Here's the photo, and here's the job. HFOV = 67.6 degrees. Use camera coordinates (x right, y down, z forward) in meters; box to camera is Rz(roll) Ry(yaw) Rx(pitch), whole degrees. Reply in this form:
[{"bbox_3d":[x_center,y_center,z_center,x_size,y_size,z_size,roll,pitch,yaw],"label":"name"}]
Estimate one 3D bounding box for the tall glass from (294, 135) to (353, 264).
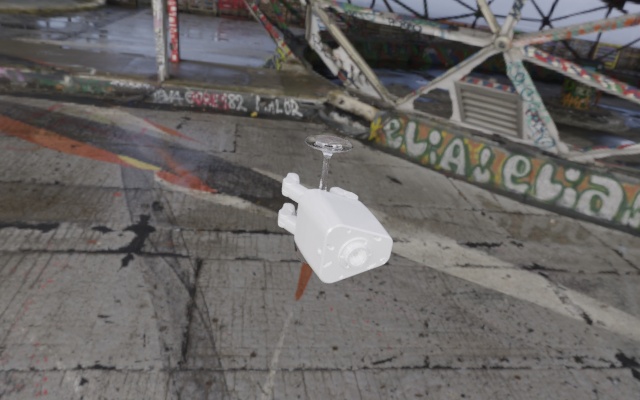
[{"bbox_3d":[0.000,0.002,0.766,0.079,0.201,0.079,7,24,-3],"label":"tall glass"}]
